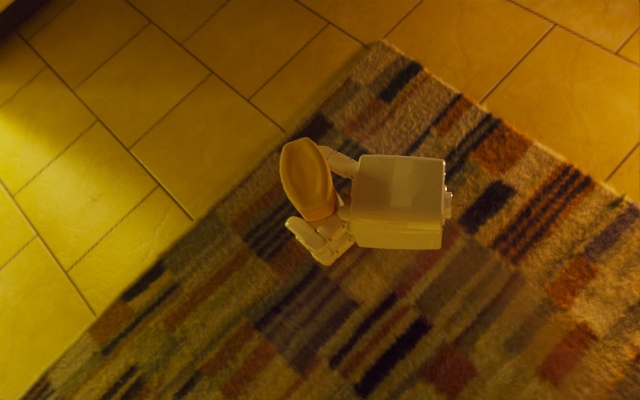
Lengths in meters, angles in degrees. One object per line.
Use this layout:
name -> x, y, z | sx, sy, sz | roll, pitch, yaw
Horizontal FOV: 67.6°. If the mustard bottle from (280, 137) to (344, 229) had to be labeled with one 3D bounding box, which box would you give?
mustard bottle -> 0.000, 0.002, 0.634 | 0.058, 0.096, 0.192 | -20, -25, 4
